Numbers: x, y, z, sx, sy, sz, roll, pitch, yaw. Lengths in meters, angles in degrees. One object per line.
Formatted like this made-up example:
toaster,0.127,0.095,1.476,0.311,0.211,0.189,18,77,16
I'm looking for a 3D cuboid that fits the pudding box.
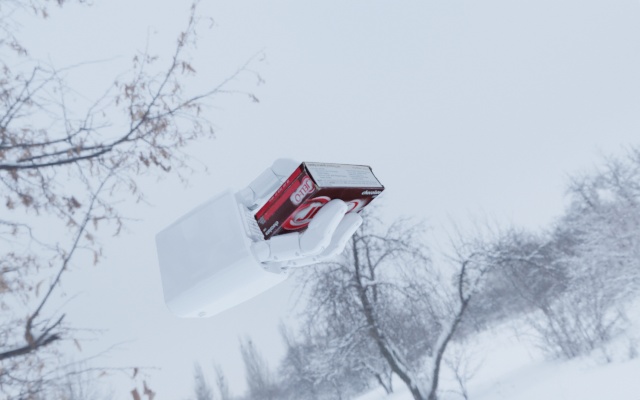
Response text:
pudding box,0.000,0.002,0.498,0.113,0.039,0.090,-5,-32,-50
